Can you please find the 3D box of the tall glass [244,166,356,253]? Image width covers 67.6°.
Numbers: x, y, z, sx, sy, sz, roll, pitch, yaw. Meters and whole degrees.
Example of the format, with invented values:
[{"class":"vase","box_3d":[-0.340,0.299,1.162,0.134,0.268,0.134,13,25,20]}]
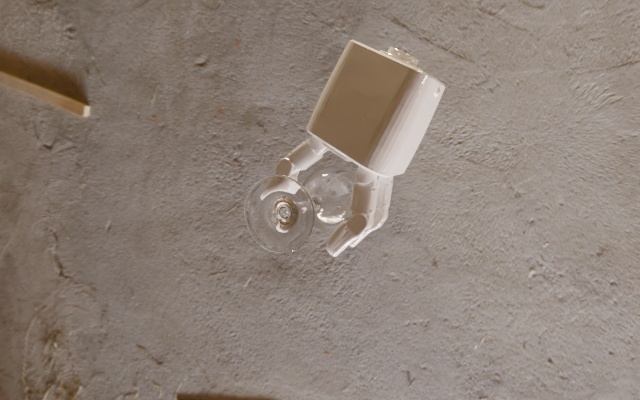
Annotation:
[{"class":"tall glass","box_3d":[0.000,0.002,0.535,0.079,0.079,0.201,0,6,23]}]
